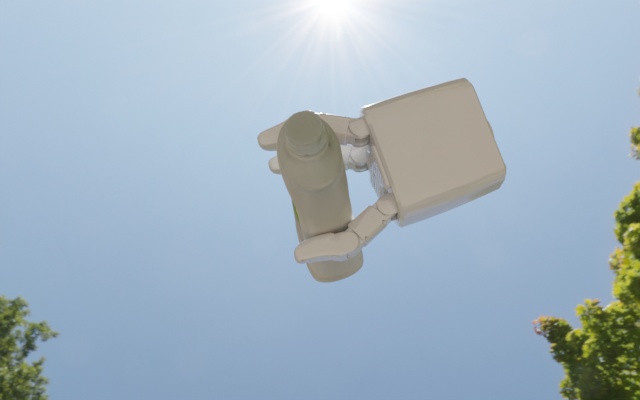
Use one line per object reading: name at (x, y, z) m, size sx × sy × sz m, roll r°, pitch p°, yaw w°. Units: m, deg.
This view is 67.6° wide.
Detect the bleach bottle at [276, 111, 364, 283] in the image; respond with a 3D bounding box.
bleach bottle at (0.000, 0.001, 0.460) m, size 0.068 × 0.102 × 0.251 m, roll -19°, pitch -22°, yaw -3°
